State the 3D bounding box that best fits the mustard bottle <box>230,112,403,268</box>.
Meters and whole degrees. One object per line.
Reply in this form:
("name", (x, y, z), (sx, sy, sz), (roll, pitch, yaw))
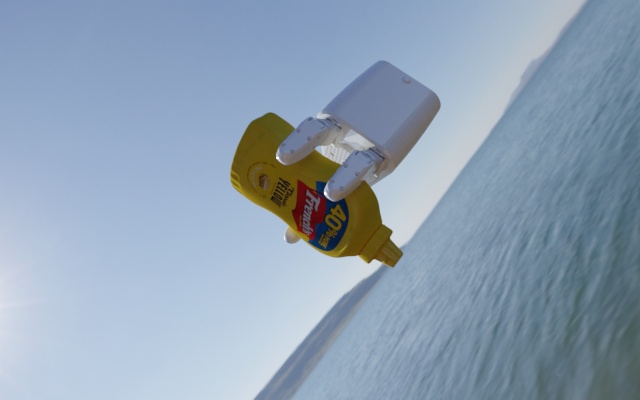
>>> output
("mustard bottle", (0.000, 0.002, 0.477), (0.191, 0.096, 0.058), (37, 40, 11))
